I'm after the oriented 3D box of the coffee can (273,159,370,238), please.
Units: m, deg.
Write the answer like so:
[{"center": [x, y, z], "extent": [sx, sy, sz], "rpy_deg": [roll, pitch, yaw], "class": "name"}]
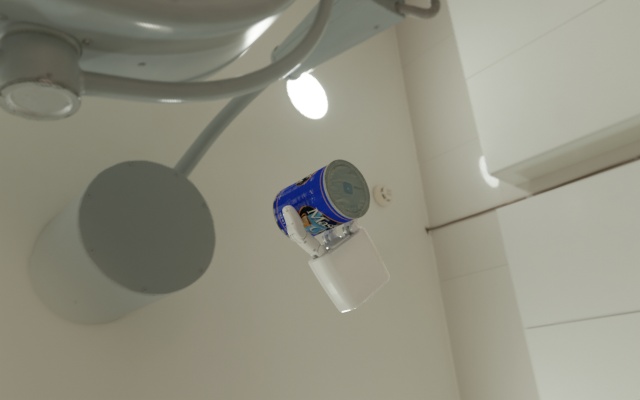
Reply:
[{"center": [0.000, 0.003, 0.825], "extent": [0.103, 0.102, 0.140], "rpy_deg": [0, -19, -44], "class": "coffee can"}]
